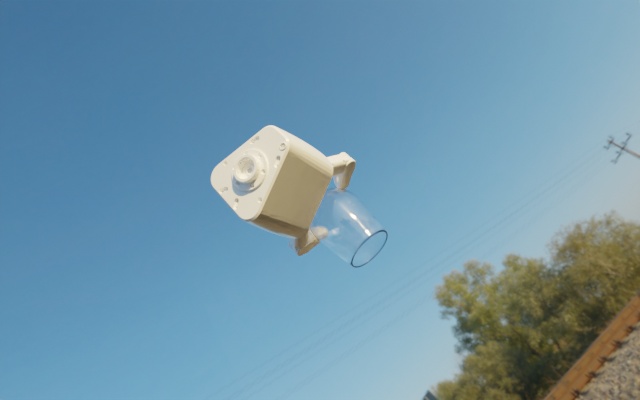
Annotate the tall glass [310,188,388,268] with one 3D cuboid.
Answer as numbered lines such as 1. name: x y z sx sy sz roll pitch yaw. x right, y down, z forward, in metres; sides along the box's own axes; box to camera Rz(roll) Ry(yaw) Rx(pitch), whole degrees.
1. tall glass: 0.000 0.002 0.651 0.201 0.079 0.079 44 25 29
